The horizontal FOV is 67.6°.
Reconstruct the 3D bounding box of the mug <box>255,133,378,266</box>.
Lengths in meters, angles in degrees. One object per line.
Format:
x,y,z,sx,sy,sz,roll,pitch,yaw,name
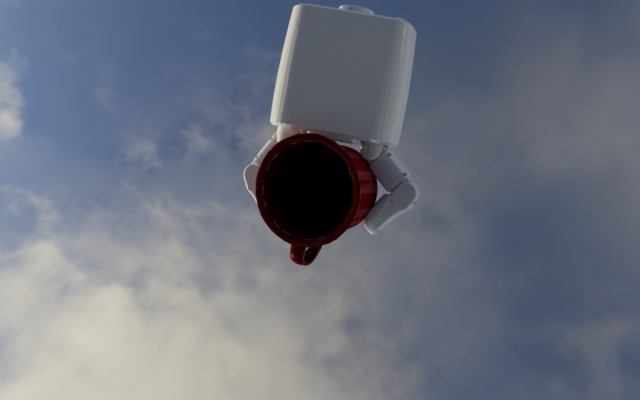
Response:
0.000,0.003,0.424,0.093,0.117,0.081,15,9,20,mug
